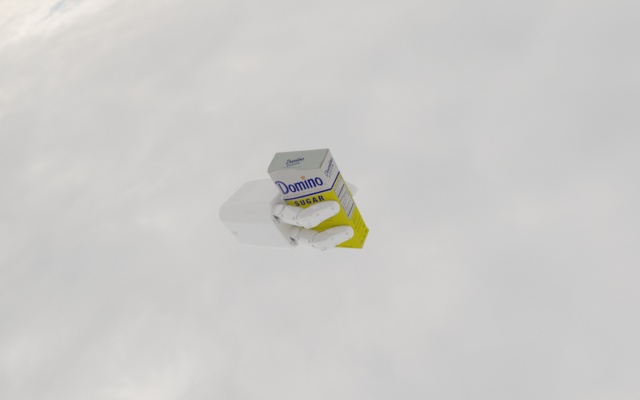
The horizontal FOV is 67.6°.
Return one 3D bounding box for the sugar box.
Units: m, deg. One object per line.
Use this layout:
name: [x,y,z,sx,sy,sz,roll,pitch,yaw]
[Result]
sugar box: [0.000,0.003,0.718,0.093,0.048,0.176,-1,-41,31]
